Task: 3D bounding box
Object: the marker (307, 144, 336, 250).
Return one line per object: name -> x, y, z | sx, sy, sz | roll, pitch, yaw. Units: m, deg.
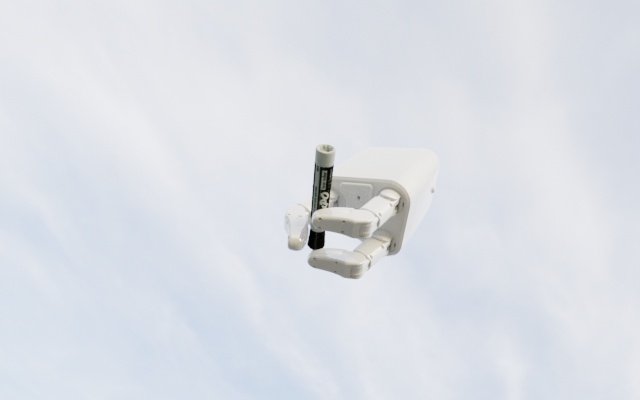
marker -> 0.000, 0.002, 0.473 | 0.020, 0.121, 0.020 | 4, 34, -3
